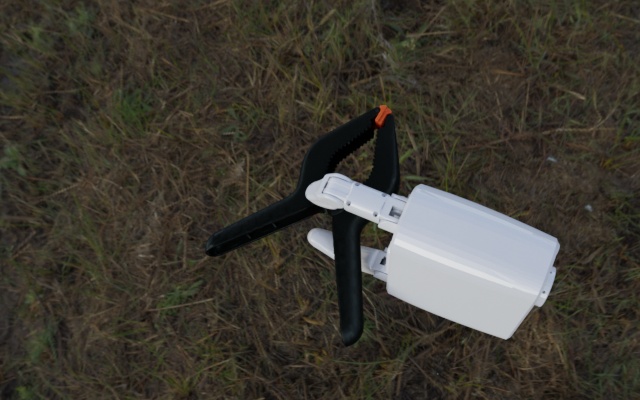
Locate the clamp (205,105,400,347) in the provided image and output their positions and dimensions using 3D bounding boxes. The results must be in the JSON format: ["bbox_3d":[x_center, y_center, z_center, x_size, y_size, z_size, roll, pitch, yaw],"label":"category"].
[{"bbox_3d":[0.000,0.001,0.436,0.164,0.210,0.036,22,-13,18],"label":"clamp"}]
